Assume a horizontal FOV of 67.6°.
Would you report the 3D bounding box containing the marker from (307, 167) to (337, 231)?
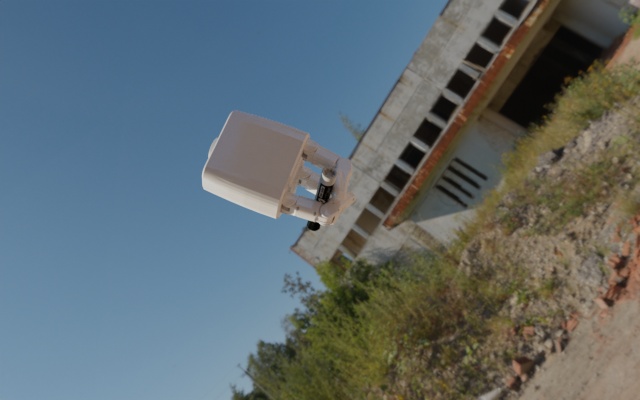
[{"bbox_3d":[0.000,0.002,0.609,0.020,0.020,0.121,0,-36,-12],"label":"marker"}]
